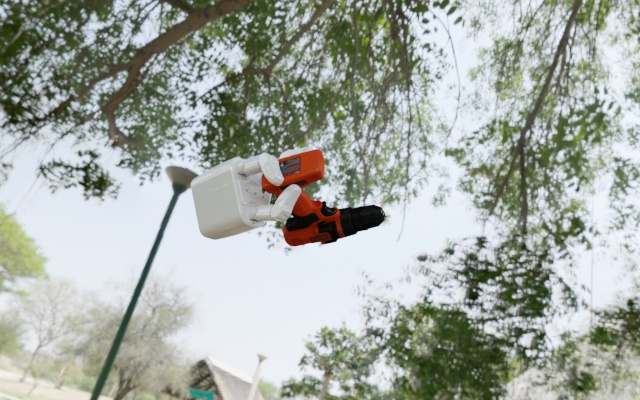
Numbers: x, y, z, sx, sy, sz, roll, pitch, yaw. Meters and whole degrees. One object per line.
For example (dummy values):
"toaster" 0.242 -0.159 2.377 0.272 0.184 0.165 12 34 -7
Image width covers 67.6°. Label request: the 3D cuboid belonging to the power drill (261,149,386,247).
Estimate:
"power drill" 0.000 0.002 0.786 0.184 0.057 0.188 -15 -44 13
